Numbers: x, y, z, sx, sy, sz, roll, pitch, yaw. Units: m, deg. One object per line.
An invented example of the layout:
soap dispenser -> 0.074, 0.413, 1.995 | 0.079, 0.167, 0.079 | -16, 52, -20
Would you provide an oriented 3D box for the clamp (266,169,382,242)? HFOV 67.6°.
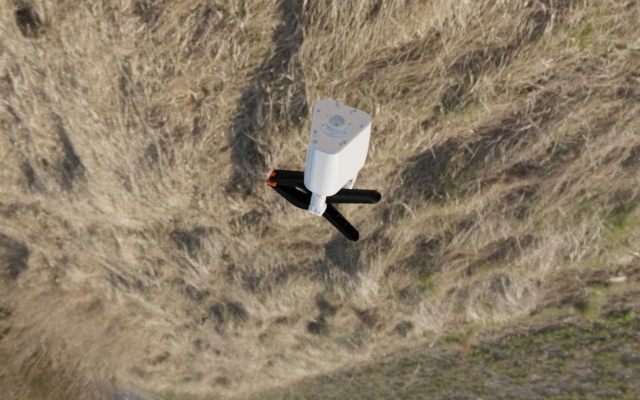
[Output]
clamp -> -0.001, 0.003, 0.890 | 0.210, 0.036, 0.165 | 20, -35, 8
